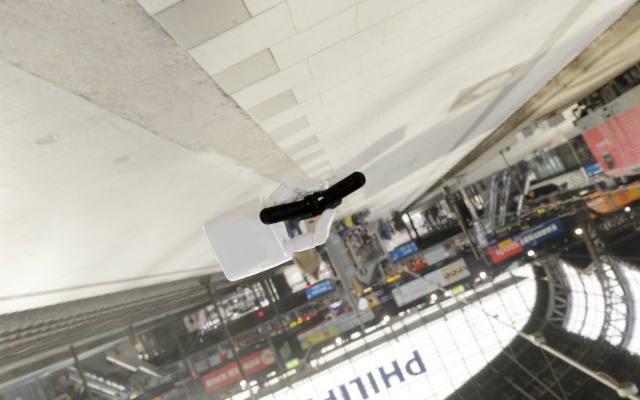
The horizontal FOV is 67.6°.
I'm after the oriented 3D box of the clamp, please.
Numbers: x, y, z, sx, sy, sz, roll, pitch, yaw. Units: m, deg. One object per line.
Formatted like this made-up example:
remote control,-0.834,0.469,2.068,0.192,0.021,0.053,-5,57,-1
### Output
clamp,0.000,0.003,0.779,0.164,0.036,0.210,-22,-7,6
